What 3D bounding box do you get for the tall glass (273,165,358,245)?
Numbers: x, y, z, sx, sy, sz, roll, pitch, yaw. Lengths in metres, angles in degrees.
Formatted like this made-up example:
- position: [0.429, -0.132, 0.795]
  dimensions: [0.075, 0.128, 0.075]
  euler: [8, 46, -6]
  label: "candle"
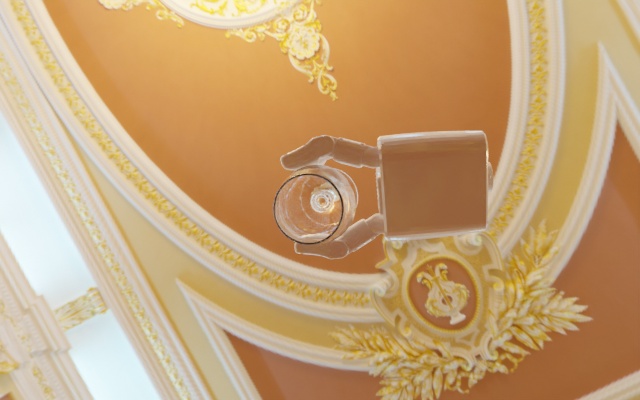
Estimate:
- position: [0.000, 0.002, 0.507]
  dimensions: [0.079, 0.079, 0.201]
  euler: [0, 3, 7]
  label: "tall glass"
